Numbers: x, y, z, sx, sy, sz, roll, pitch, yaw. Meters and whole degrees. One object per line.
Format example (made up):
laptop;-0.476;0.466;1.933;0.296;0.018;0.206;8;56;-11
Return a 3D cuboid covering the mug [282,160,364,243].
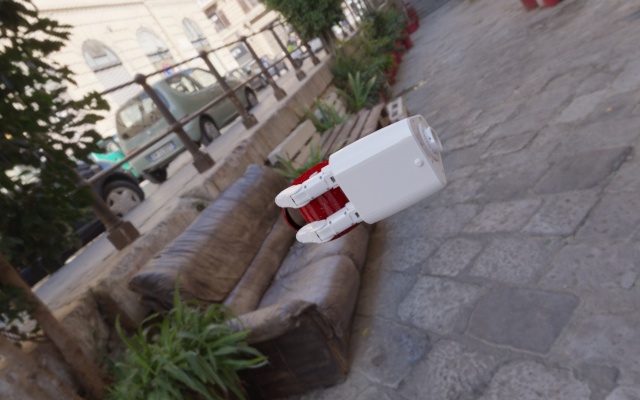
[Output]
mug;-0.001;0.003;0.652;0.117;0.081;0.093;-27;17;24
